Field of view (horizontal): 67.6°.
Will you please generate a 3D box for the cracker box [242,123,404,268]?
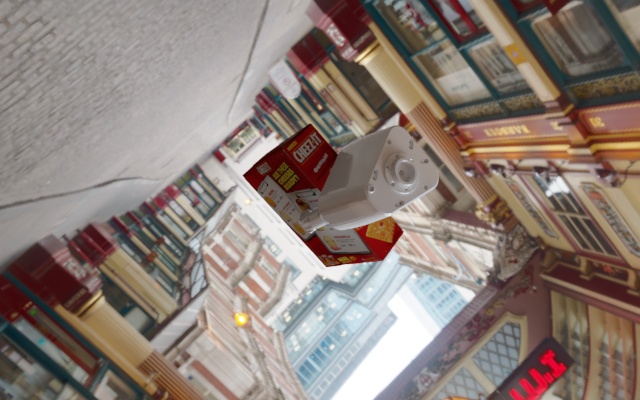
[{"bbox_3d":[0.000,0.003,0.732,0.072,0.214,0.164,-48,14,-28],"label":"cracker box"}]
